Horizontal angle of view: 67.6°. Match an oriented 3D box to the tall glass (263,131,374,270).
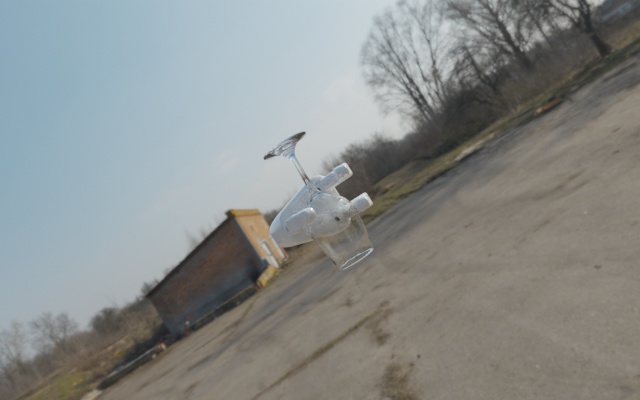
[{"bbox_3d":[0.000,0.002,0.704,0.079,0.201,0.079,-33,-1,-1],"label":"tall glass"}]
